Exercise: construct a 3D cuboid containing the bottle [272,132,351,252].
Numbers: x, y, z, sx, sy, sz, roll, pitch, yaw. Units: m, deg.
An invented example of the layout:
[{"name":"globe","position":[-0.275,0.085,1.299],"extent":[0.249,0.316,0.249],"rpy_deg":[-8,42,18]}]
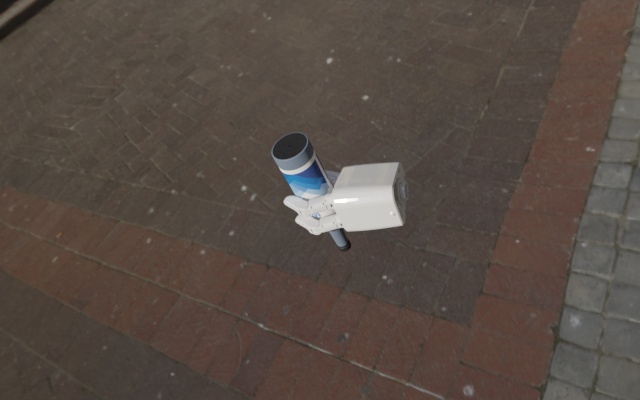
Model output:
[{"name":"bottle","position":[0.000,0.003,0.888],"extent":[0.069,0.069,0.296],"rpy_deg":[0,-39,26]}]
